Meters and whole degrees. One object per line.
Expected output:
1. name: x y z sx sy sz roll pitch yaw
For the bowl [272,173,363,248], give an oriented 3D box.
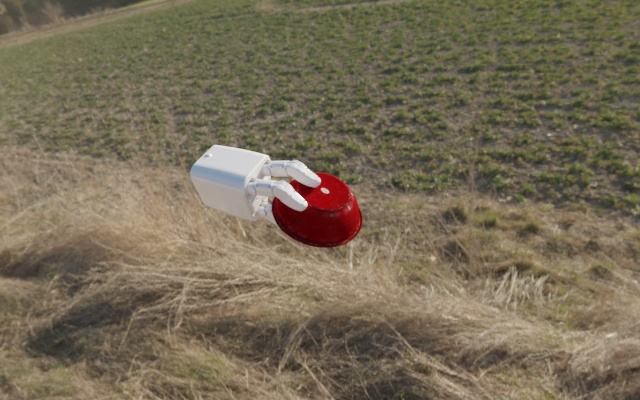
1. bowl: 0.002 0.003 0.816 0.162 0.055 0.162 9 43 -8
